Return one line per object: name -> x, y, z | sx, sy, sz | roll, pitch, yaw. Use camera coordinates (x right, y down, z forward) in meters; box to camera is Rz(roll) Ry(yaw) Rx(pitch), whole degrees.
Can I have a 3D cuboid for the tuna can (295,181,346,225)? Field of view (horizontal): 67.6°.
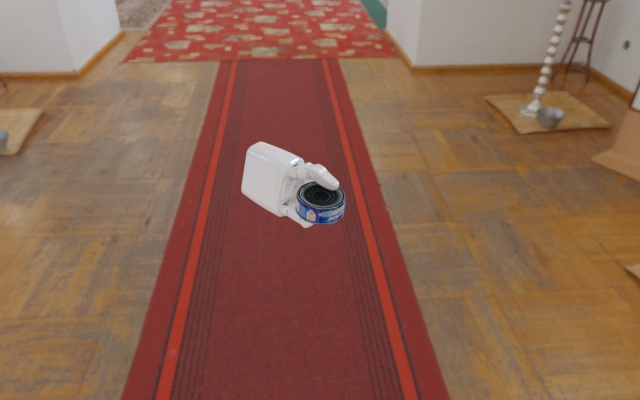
tuna can -> 0.000, 0.002, 0.822 | 0.086, 0.034, 0.086 | 4, 36, -3
